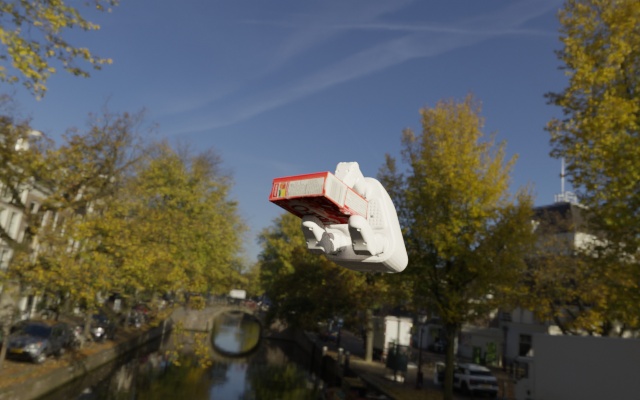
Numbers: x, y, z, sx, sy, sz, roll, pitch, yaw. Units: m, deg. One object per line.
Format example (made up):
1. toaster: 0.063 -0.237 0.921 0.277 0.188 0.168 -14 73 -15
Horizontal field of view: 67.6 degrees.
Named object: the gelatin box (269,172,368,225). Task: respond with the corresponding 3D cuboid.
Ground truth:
1. gelatin box: 0.000 0.001 0.522 0.073 0.030 0.089 -4 -24 34
